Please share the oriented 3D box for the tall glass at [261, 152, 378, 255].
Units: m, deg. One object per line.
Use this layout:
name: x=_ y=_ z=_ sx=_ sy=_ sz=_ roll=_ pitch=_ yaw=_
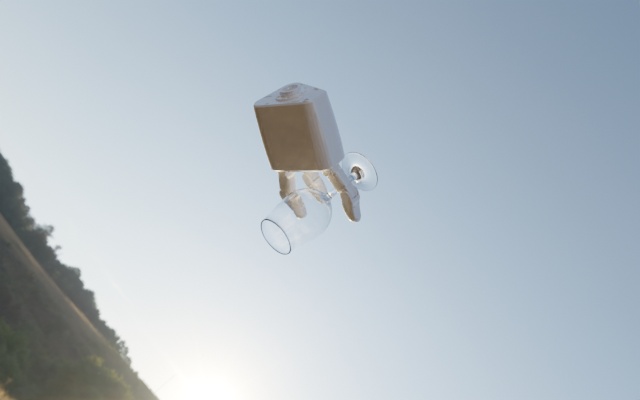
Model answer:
tall glass: x=0.001 y=0.002 z=0.741 sx=0.201 sy=0.079 sz=0.079 roll=-38 pitch=23 yaw=-34
